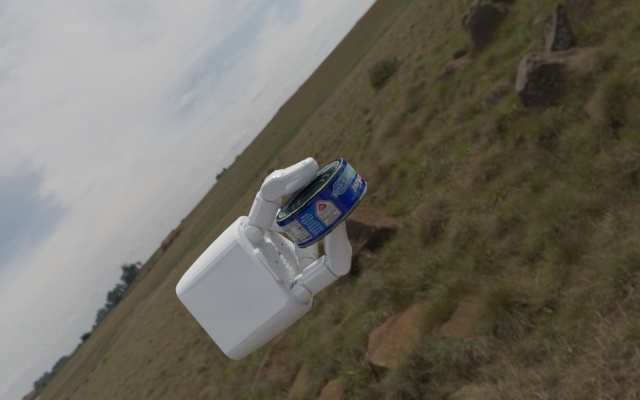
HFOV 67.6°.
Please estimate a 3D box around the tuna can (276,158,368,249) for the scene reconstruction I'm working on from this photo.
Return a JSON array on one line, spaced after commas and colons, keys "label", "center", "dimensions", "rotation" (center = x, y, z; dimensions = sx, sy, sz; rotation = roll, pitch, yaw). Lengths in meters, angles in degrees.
[{"label": "tuna can", "center": [0.000, 0.001, 0.433], "dimensions": [0.086, 0.034, 0.086], "rotation": [-41, 12, 10]}]
